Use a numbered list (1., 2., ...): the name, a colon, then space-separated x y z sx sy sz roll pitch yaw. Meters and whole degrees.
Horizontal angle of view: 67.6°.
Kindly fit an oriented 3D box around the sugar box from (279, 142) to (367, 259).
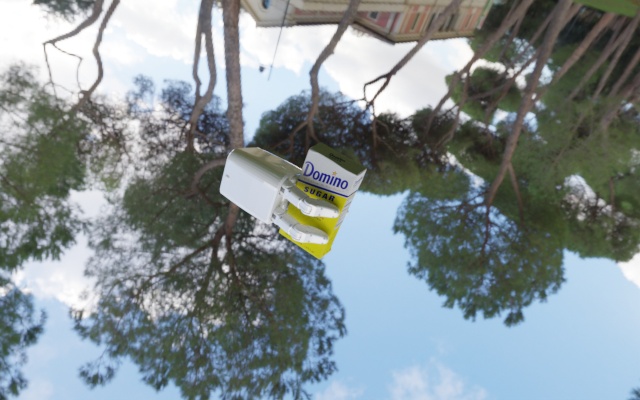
1. sugar box: 0.000 0.003 0.796 0.093 0.176 0.048 31 34 16
